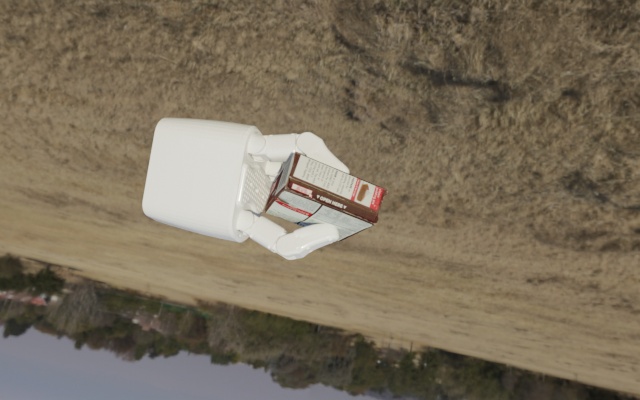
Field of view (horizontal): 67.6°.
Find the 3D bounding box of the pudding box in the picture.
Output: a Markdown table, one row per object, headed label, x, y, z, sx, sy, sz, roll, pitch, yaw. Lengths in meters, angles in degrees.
| label | x | y | z | sx | sy | sz | roll | pitch | yaw |
| --- | --- | --- | --- | --- | --- | --- | --- | --- | --- |
| pudding box | 0.000 | 0.002 | 0.458 | 0.090 | 0.039 | 0.113 | 21 | -15 | -10 |
